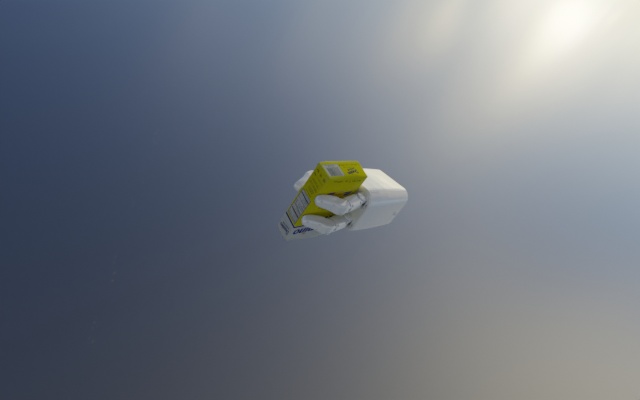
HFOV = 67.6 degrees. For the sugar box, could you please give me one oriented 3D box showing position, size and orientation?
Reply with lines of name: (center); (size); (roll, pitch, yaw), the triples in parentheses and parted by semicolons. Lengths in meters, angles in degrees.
sugar box: (0.001, 0.003, 0.864); (0.093, 0.048, 0.176); (-5, -39, -38)
